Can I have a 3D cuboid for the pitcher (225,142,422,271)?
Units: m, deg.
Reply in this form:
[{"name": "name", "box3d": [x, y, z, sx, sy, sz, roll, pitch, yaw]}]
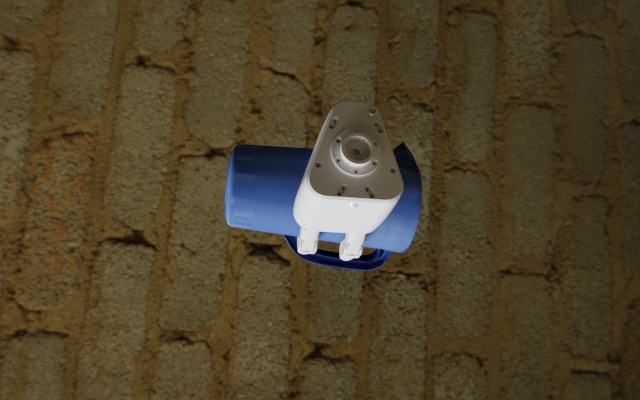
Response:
[{"name": "pitcher", "box3d": [0.000, 0.002, 0.634, 0.243, 0.149, 0.145, 6, -20, -6]}]
